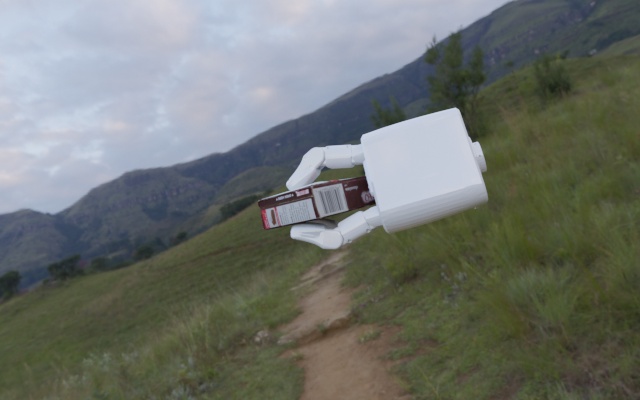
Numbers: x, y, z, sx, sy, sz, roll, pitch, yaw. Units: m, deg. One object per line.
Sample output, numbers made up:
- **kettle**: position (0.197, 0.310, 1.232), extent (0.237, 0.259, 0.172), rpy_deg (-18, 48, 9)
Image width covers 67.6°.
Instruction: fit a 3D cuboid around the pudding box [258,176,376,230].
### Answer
- **pudding box**: position (0.000, 0.002, 0.546), extent (0.090, 0.039, 0.113), rpy_deg (-15, -4, 42)
